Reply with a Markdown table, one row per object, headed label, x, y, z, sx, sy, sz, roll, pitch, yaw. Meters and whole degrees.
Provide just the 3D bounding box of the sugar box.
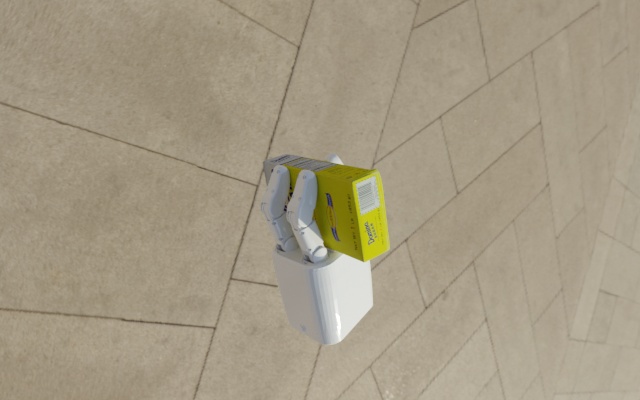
| label | x | y | z | sx | sy | sz | roll | pitch | yaw |
| --- | --- | --- | --- | --- | --- | --- | --- | --- | --- |
| sugar box | 0.000 | 0.002 | 0.555 | 0.048 | 0.093 | 0.176 | -23 | 22 | -35 |
